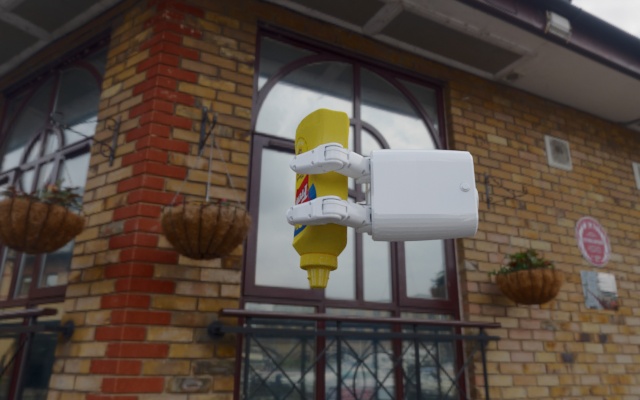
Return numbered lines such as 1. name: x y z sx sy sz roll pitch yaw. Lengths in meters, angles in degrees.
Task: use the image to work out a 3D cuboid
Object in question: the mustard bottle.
1. mustard bottle: 0.000 0.001 0.535 0.058 0.191 0.096 7 -20 -19
